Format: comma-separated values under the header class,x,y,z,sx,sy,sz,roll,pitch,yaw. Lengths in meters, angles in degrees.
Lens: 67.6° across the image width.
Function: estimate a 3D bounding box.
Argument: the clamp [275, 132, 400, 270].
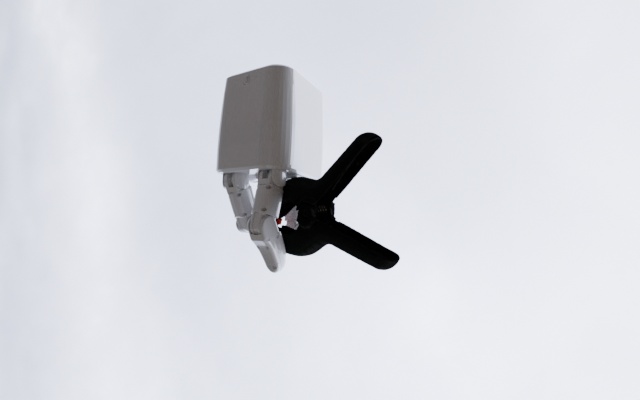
class,x,y,z,sx,sy,sz,roll,pitch,yaw
clamp,0.000,0.002,0.460,0.171,0.120,0.039,-2,-7,39
